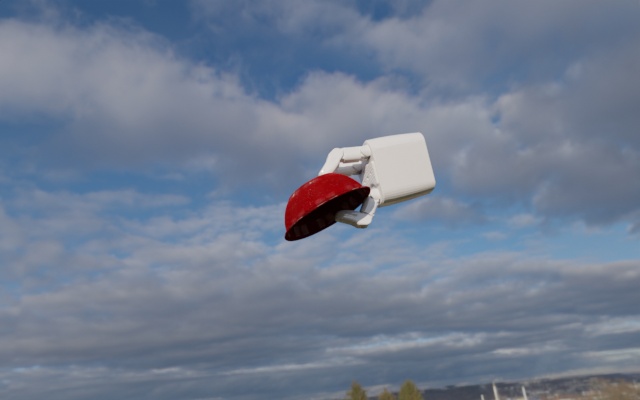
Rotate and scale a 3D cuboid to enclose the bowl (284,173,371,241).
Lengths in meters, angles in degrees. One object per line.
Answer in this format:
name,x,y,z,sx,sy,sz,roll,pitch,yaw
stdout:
bowl,-0.001,0.003,0.783,0.162,0.055,0.162,-29,-15,-9
